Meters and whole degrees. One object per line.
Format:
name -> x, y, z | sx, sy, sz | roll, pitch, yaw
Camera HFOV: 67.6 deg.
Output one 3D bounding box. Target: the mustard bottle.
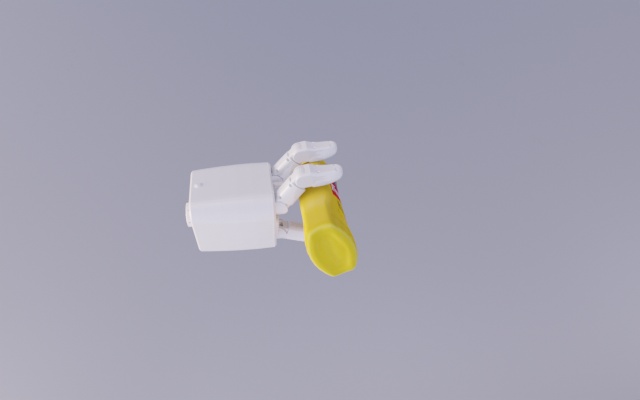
mustard bottle -> 0.000, 0.002, 0.642 | 0.058, 0.096, 0.191 | -23, 41, 8
